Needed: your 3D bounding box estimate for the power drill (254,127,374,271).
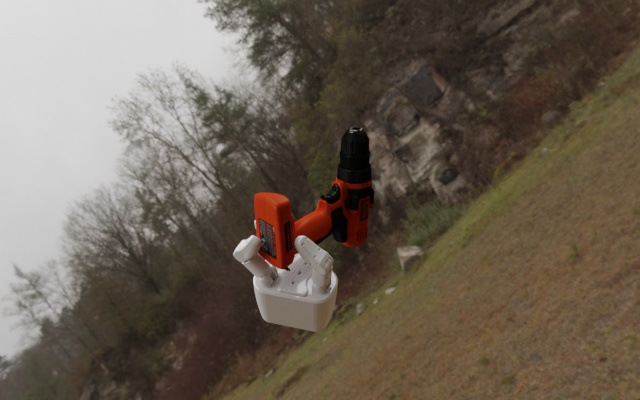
[{"bbox_3d":[0.000,0.003,0.662,0.187,0.184,0.057,-20,30,-36],"label":"power drill"}]
